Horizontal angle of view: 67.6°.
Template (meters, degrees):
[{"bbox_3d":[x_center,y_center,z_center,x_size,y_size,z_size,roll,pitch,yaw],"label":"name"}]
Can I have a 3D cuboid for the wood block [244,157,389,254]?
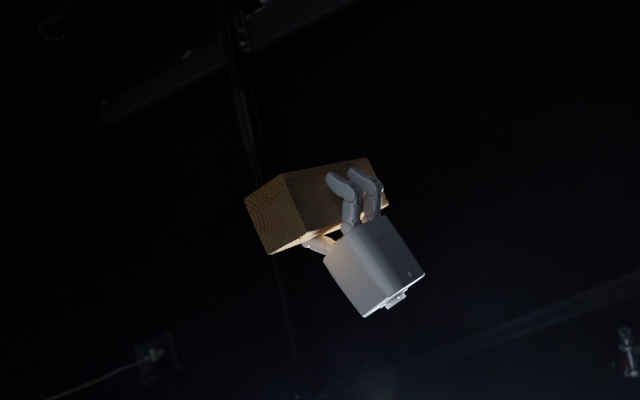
[{"bbox_3d":[0.000,0.003,0.727,0.091,0.090,0.206,-31,-10,39],"label":"wood block"}]
